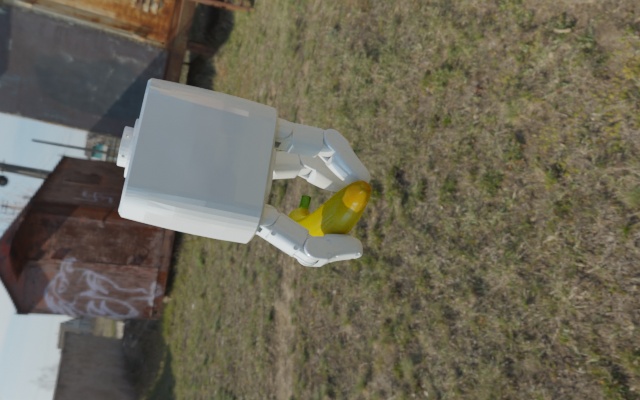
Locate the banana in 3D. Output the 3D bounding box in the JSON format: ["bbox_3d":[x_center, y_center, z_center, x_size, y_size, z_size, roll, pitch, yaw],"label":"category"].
[{"bbox_3d":[-0.005,0.020,0.481,0.037,0.069,0.198,15,-7,-18],"label":"banana"}]
